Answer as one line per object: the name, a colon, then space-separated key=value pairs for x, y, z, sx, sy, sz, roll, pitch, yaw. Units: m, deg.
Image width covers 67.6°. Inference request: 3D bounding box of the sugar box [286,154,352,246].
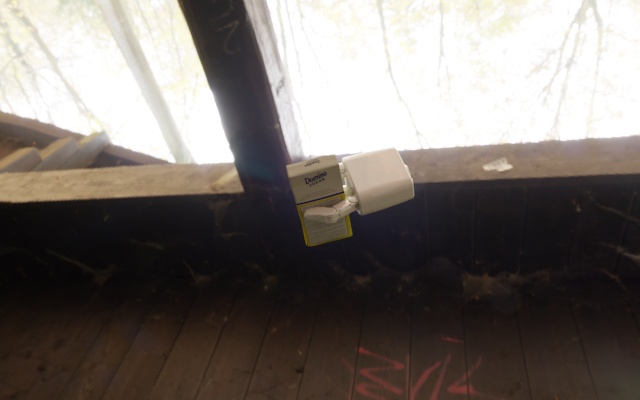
sugar box: x=0.000 y=0.003 z=0.890 sx=0.093 sy=0.176 sz=0.048 roll=-14 pitch=37 yaw=-3
